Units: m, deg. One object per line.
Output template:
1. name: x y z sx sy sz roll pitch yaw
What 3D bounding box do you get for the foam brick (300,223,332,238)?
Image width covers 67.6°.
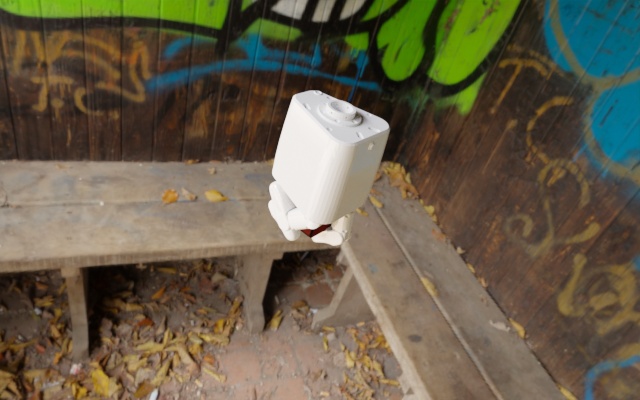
1. foam brick: 0.000 0.002 0.608 0.053 0.051 0.078 37 40 24
